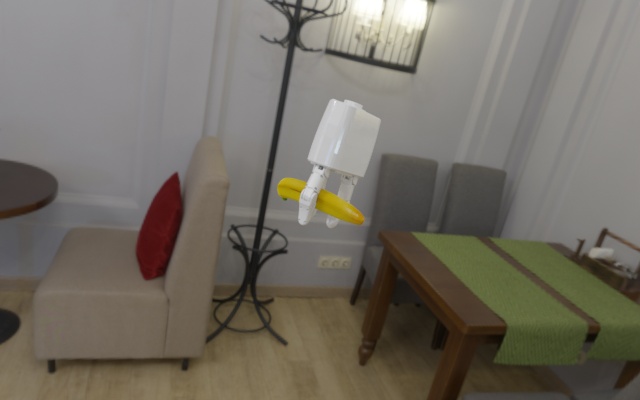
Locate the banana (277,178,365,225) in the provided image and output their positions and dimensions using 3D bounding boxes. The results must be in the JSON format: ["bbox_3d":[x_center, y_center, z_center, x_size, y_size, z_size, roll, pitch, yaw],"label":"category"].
[{"bbox_3d":[-0.013,-0.005,0.808,0.197,0.037,0.070,19,-9,42],"label":"banana"}]
